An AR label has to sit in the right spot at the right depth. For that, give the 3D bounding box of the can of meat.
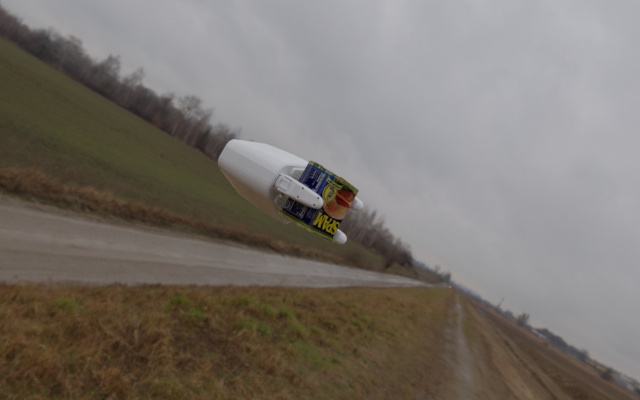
[{"bbox_3d":[0.000,0.002,0.661,0.057,0.084,0.102,28,-2,31],"label":"can of meat"}]
